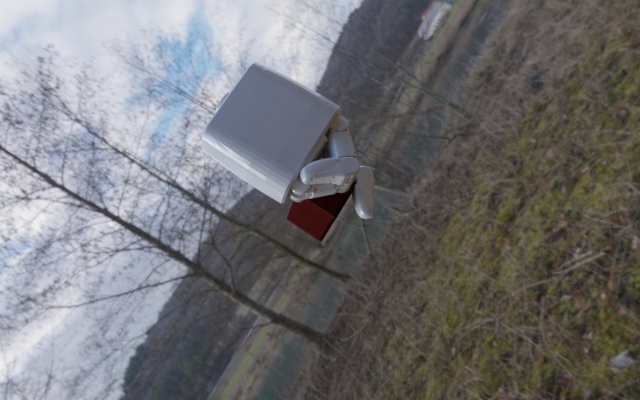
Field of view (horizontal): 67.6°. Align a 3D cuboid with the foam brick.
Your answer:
[{"bbox_3d":[0.000,0.002,0.557,0.051,0.053,0.078,31,-29,2],"label":"foam brick"}]
